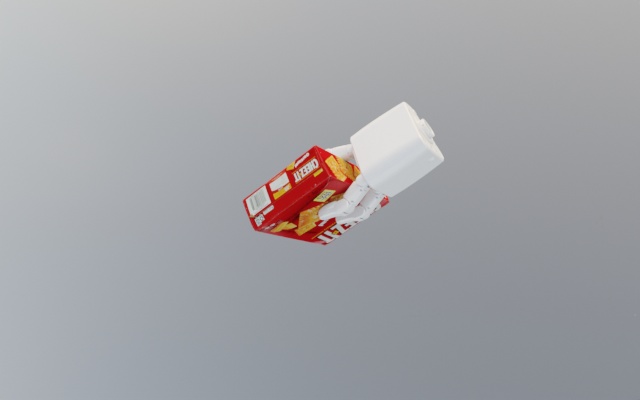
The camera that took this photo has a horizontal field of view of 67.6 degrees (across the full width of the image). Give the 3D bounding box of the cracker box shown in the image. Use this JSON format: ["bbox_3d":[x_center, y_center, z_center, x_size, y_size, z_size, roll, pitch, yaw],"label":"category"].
[{"bbox_3d":[0.000,0.003,0.827,0.164,0.072,0.214,-35,-28,22],"label":"cracker box"}]
